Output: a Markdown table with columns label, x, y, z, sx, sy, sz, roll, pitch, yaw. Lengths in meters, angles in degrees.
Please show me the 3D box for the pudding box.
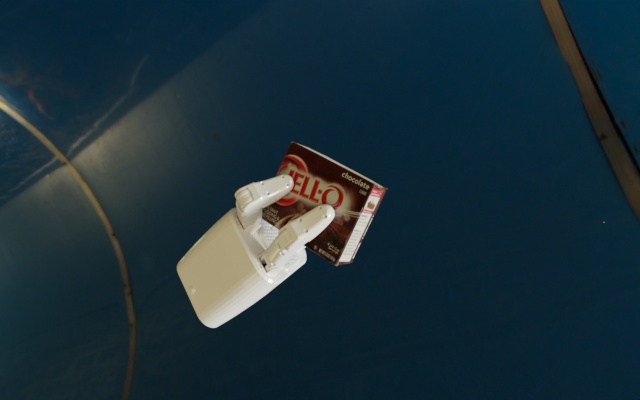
| label | x | y | z | sx | sy | sz | roll | pitch | yaw |
| --- | --- | --- | --- | --- | --- | --- | --- | --- | --- |
| pudding box | 0.000 | 0.002 | 0.496 | 0.113 | 0.090 | 0.039 | 29 | 11 | 27 |
